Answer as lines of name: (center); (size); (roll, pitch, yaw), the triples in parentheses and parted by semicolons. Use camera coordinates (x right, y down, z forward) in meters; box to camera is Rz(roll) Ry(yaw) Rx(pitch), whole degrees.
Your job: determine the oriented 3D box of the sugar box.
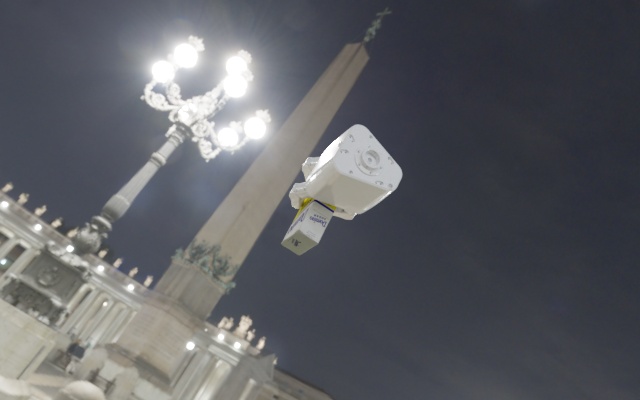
sugar box: (0.000, 0.002, 0.819); (0.048, 0.176, 0.093); (35, -28, -8)
